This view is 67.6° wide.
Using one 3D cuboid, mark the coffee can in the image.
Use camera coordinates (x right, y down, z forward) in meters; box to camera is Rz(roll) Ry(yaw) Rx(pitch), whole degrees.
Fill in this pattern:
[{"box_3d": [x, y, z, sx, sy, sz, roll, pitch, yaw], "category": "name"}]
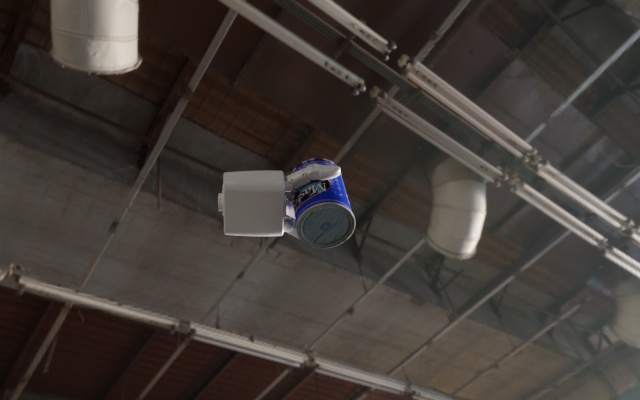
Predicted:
[{"box_3d": [0.000, 0.003, 0.873, 0.103, 0.103, 0.140, 0, 39, -10], "category": "coffee can"}]
